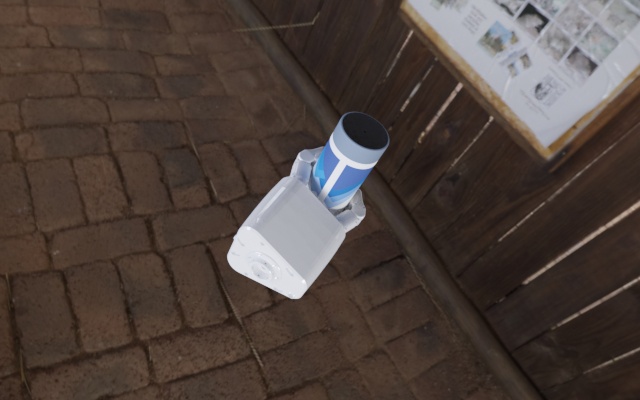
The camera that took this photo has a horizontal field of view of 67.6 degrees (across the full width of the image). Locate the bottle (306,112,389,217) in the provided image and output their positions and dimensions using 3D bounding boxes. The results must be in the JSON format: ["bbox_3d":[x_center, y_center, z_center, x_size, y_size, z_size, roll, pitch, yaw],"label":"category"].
[{"bbox_3d":[0.000,0.002,0.685,0.069,0.069,0.296,0,-36,-27],"label":"bottle"}]
